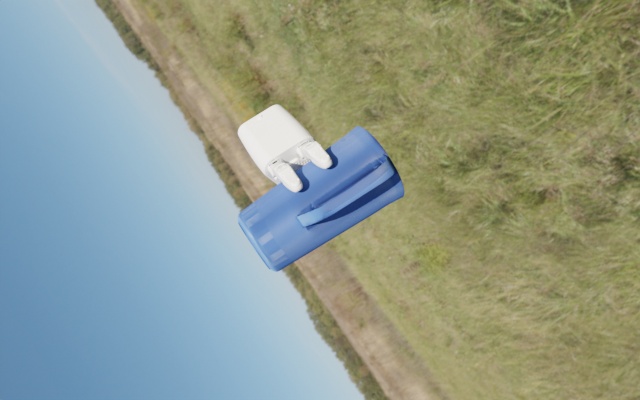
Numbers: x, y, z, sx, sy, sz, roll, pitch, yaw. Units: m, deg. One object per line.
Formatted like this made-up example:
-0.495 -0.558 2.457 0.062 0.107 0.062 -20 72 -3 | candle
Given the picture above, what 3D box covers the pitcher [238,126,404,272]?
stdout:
0.000 0.002 0.732 0.243 0.145 0.149 -34 -35 -7 | pitcher
